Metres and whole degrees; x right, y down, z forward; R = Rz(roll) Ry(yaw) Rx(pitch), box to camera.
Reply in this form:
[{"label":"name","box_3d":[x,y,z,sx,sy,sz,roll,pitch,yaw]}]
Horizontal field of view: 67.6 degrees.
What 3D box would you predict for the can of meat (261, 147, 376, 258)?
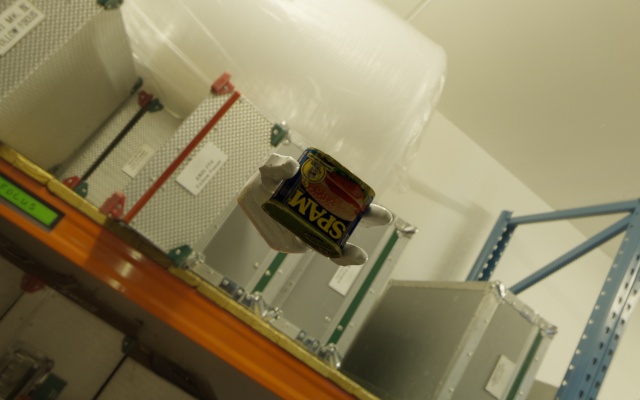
[{"label":"can of meat","box_3d":[0.000,0.001,0.536,0.102,0.084,0.057,37,-18,-10]}]
